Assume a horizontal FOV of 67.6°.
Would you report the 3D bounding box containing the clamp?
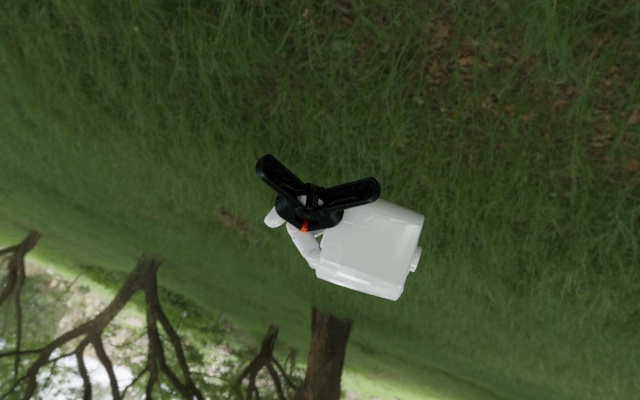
[{"bbox_3d":[0.000,0.002,0.516,0.120,0.039,0.171,15,-16,7],"label":"clamp"}]
